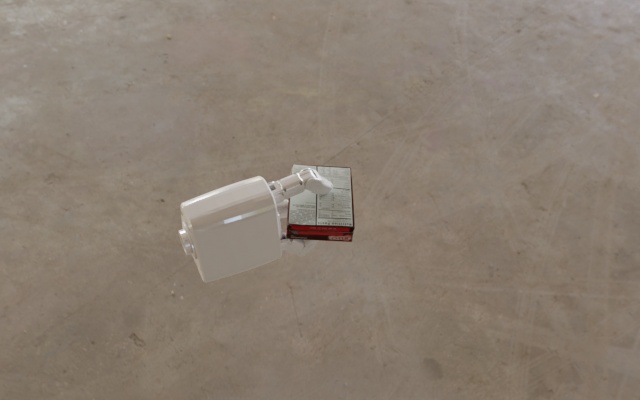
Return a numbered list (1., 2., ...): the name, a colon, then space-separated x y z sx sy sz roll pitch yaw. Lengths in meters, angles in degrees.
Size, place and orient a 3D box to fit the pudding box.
1. pudding box: 0.000 0.002 0.661 0.090 0.113 0.039 4 -38 -4
